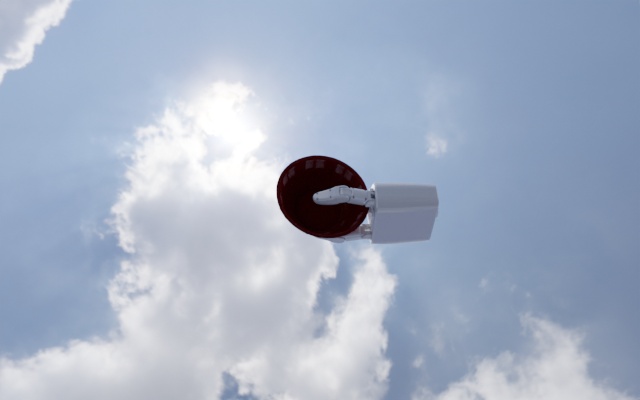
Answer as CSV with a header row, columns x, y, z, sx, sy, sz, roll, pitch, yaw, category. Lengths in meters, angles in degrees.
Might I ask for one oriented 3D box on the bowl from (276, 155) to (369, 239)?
x,y,z,sx,sy,sz,roll,pitch,yaw,category
-0.001,0.003,0.825,0.162,0.162,0.055,0,-29,-14,bowl
